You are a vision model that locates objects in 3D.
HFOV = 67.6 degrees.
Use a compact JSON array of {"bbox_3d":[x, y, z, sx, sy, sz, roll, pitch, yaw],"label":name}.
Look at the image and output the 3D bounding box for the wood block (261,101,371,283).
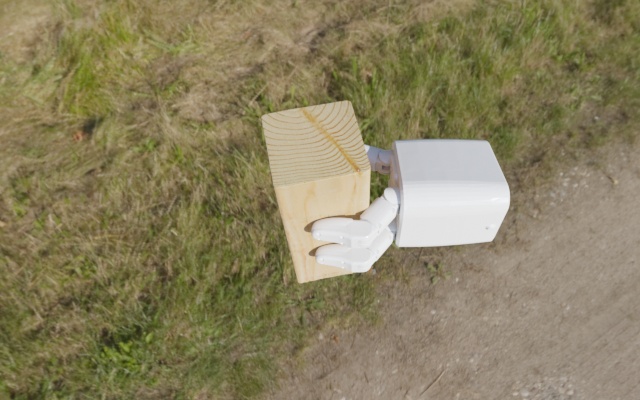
[{"bbox_3d":[0.000,0.001,0.523,0.090,0.090,0.206,-11,-34,-3],"label":"wood block"}]
